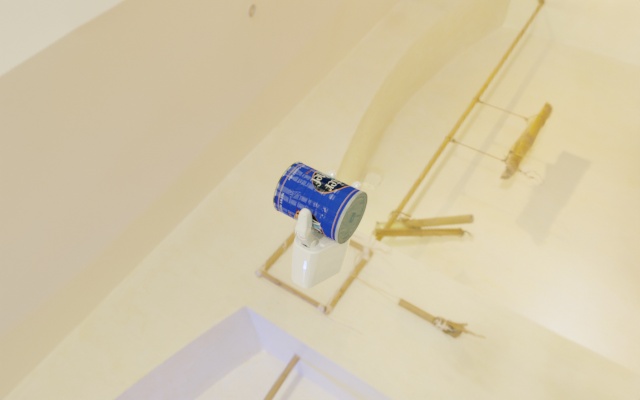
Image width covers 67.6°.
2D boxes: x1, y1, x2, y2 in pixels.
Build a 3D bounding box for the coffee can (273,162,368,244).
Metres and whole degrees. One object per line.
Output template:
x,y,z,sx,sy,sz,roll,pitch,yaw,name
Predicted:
0.000,0.003,0.869,0.140,0.103,0.103,27,10,21,coffee can
